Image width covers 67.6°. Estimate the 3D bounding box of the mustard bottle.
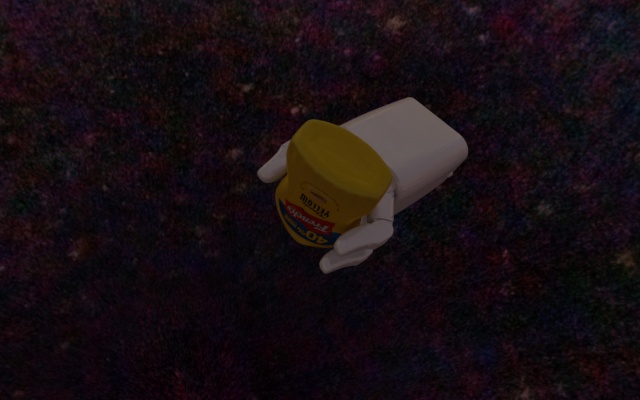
[{"bbox_3d":[0.000,0.002,0.496,0.096,0.058,0.192,33,-28,3],"label":"mustard bottle"}]
